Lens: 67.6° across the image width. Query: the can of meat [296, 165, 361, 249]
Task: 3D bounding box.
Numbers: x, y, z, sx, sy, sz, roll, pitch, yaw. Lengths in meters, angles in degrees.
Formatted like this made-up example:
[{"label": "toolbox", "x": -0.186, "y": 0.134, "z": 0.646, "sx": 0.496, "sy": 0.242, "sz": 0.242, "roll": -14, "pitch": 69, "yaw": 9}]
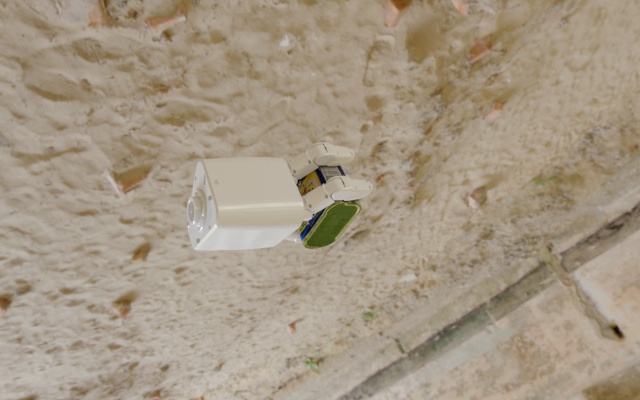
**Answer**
[{"label": "can of meat", "x": 0.000, "y": 0.002, "z": 0.625, "sx": 0.057, "sy": 0.084, "sz": 0.102, "roll": 1, "pitch": -40, "yaw": -34}]
